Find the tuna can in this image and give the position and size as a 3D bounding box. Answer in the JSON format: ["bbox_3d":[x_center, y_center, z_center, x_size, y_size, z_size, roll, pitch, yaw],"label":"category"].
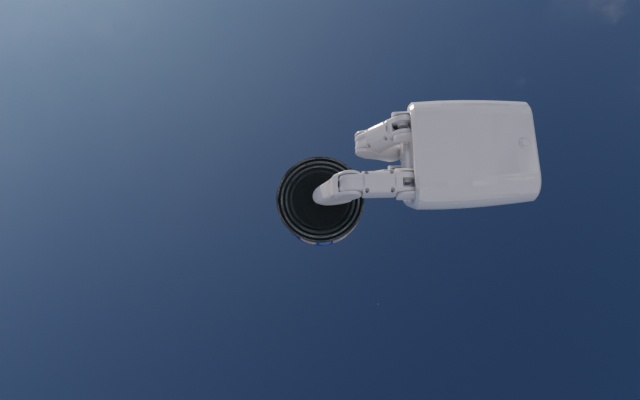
[{"bbox_3d":[0.000,0.002,0.478,0.086,0.086,0.034,0,-12,1],"label":"tuna can"}]
